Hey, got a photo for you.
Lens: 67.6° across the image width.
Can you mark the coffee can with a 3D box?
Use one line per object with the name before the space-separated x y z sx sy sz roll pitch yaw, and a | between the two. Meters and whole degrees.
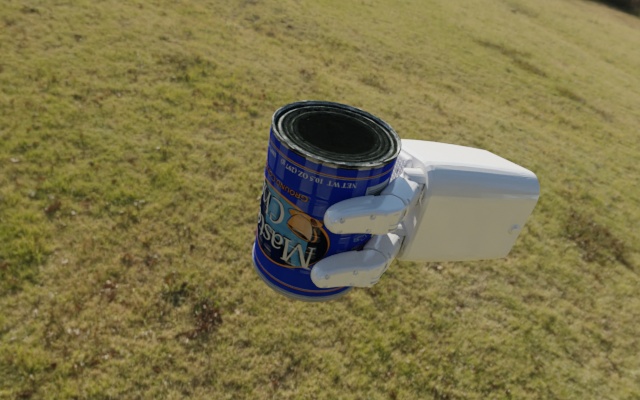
coffee can | 0.000 0.001 0.407 0.103 0.140 0.102 9 35 -6
